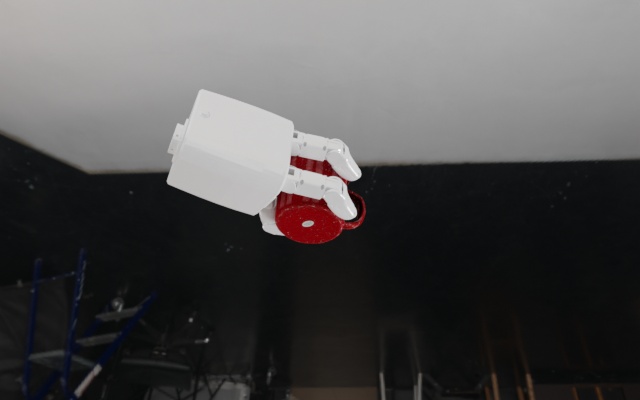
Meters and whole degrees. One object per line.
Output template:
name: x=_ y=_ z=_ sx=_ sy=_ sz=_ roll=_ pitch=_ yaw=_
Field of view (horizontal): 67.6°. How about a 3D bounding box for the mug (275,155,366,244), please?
mug: x=0.001 y=0.003 z=0.580 sx=0.117 sy=0.081 sz=0.093 roll=19 pitch=-40 yaw=-17
